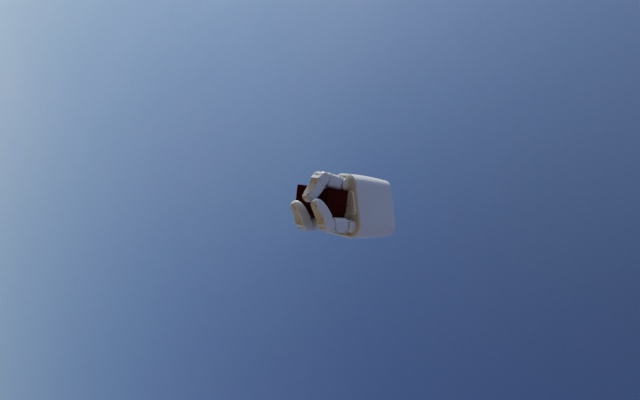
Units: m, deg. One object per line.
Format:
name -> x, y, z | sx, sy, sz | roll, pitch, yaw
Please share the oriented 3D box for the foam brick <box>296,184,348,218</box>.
foam brick -> 0.000, 0.003, 0.836 | 0.051, 0.053, 0.078 | 6, 3, -43
